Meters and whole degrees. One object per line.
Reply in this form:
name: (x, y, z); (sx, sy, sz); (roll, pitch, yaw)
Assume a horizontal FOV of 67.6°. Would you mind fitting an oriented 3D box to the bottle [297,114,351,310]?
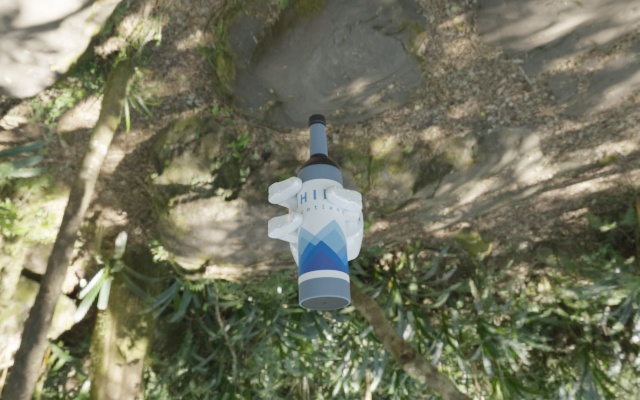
bottle: (0.000, 0.002, 0.680); (0.069, 0.295, 0.069); (-2, -28, -1)
